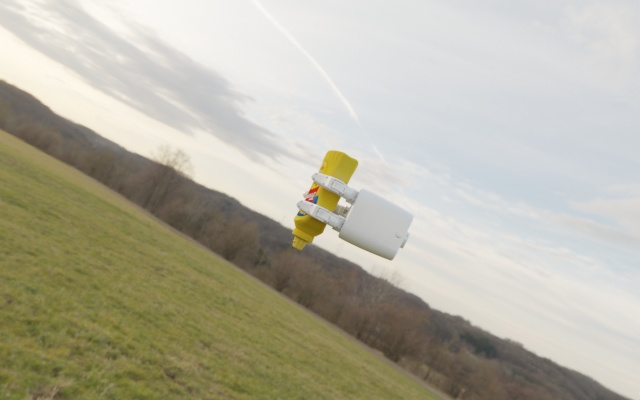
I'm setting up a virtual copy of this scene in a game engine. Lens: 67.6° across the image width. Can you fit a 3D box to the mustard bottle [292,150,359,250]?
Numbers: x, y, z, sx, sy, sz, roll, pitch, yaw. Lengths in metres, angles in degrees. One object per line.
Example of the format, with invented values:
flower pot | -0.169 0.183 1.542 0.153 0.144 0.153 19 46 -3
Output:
mustard bottle | 0.000 0.002 0.879 0.058 0.191 0.096 28 -4 -19
